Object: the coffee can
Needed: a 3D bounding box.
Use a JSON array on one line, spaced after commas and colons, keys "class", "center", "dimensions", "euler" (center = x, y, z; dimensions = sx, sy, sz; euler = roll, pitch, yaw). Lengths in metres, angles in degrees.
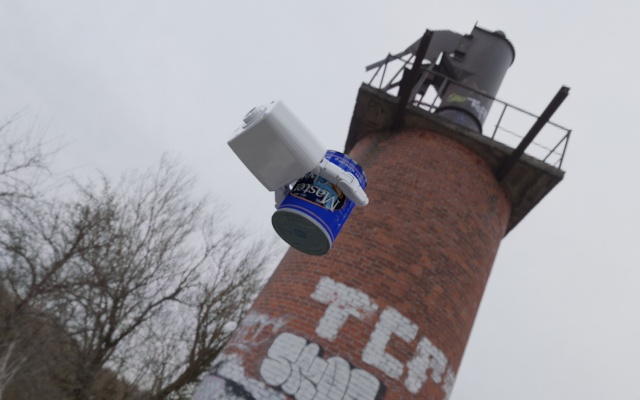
[{"class": "coffee can", "center": [0.000, 0.003, 0.764], "dimensions": [0.103, 0.140, 0.103], "euler": [22, -34, 16]}]
